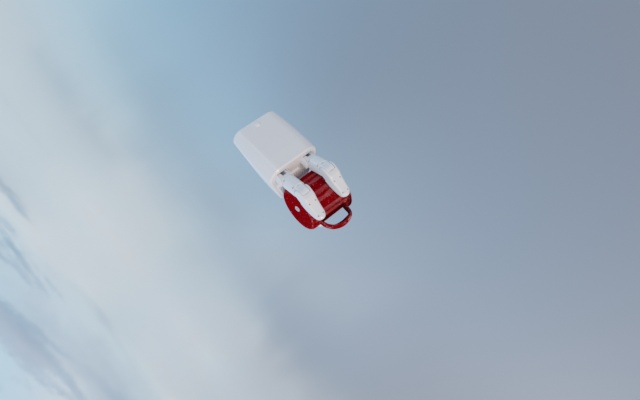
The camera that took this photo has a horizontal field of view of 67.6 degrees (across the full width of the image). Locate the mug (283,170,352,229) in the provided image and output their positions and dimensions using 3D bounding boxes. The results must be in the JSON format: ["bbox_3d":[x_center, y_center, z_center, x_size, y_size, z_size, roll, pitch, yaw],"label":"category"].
[{"bbox_3d":[0.001,0.004,0.797,0.081,0.117,0.093,-37,-21,-21],"label":"mug"}]
